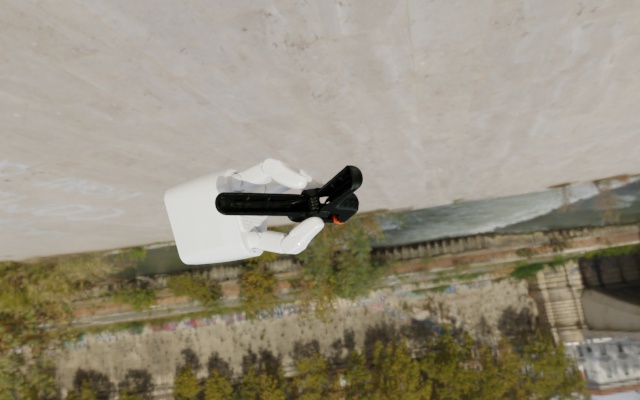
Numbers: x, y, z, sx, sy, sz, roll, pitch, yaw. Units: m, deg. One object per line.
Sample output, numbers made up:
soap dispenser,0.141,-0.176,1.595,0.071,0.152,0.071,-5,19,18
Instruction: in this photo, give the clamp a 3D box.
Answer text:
clamp,0.000,0.003,0.574,0.164,0.036,0.210,-12,-13,24
